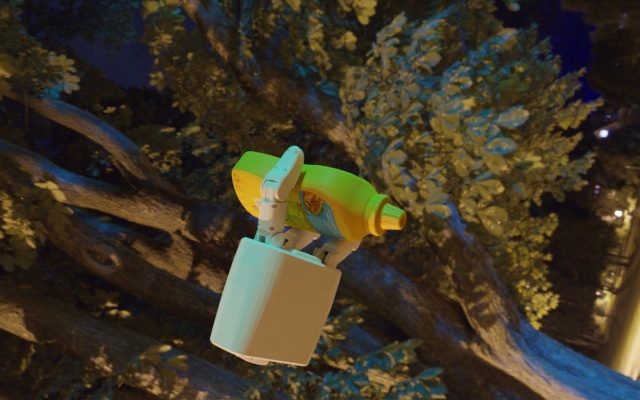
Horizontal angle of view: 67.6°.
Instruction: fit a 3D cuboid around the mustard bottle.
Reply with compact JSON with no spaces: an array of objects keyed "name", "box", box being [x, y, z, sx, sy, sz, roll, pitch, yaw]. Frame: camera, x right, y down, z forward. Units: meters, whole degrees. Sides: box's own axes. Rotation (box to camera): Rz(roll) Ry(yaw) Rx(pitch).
[{"name":"mustard bottle","box":[0.000,0.001,0.512,0.191,0.058,0.096,13,-34,32]}]
